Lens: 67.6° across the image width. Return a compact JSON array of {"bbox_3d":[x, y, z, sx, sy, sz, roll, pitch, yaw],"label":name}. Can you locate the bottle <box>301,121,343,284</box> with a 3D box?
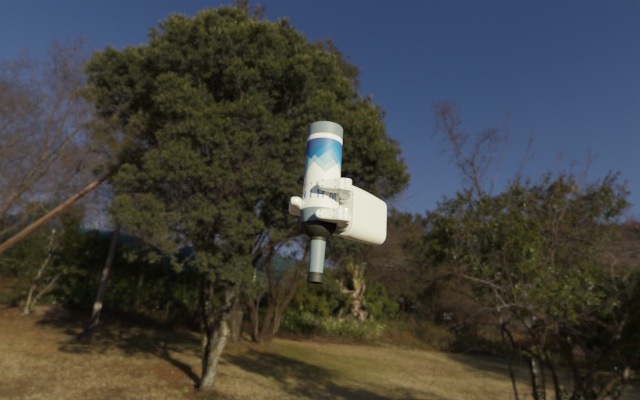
[{"bbox_3d":[0.000,0.003,0.869,0.069,0.295,0.069,4,-18,1],"label":"bottle"}]
